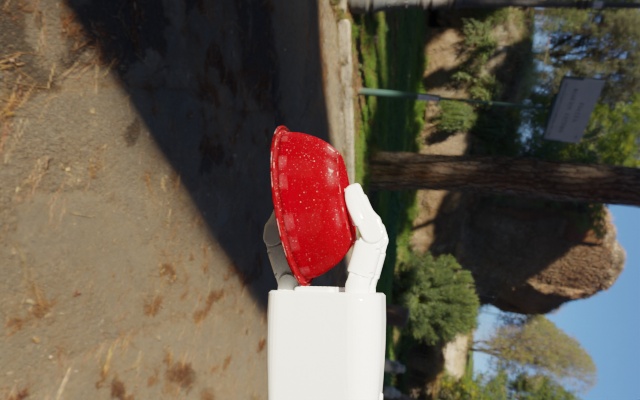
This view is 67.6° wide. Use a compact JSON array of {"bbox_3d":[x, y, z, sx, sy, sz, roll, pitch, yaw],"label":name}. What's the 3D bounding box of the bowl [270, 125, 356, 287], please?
[{"bbox_3d":[0.000,0.000,0.473,0.055,0.162,0.162,-10,-2,10],"label":"bowl"}]
